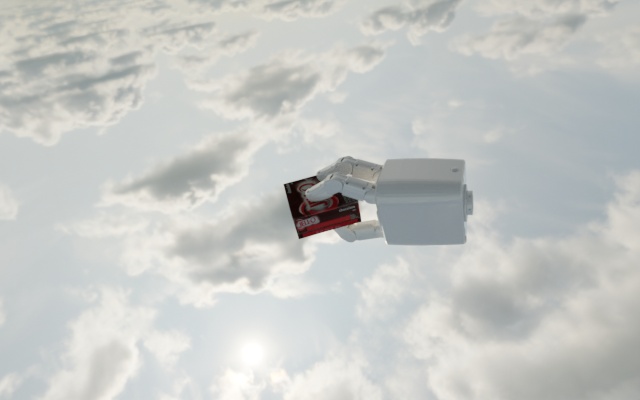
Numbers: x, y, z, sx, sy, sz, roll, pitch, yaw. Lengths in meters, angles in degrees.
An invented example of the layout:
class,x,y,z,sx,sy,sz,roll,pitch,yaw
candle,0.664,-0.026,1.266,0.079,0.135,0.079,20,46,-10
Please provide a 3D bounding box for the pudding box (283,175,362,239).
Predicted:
class,x,y,z,sx,sy,sz,roll,pitch,yaw
pudding box,0.000,0.002,0.673,0.090,0.039,0.113,-15,27,-4
